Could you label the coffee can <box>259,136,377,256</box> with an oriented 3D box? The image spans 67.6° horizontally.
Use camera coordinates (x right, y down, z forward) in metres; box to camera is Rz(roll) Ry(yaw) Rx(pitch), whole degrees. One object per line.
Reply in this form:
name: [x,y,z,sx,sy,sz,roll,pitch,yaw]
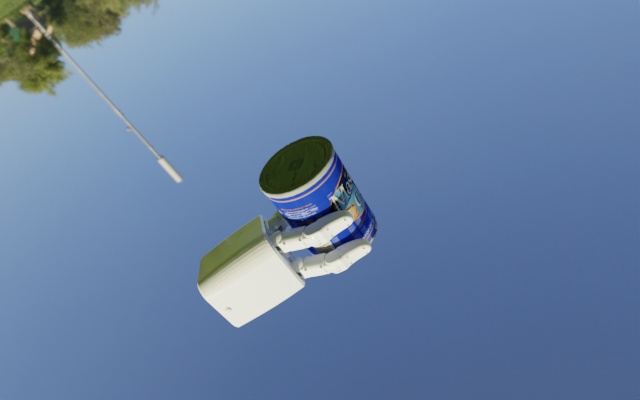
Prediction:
coffee can: [0.000,0.002,0.620,0.103,0.102,0.140,0,-42,37]
